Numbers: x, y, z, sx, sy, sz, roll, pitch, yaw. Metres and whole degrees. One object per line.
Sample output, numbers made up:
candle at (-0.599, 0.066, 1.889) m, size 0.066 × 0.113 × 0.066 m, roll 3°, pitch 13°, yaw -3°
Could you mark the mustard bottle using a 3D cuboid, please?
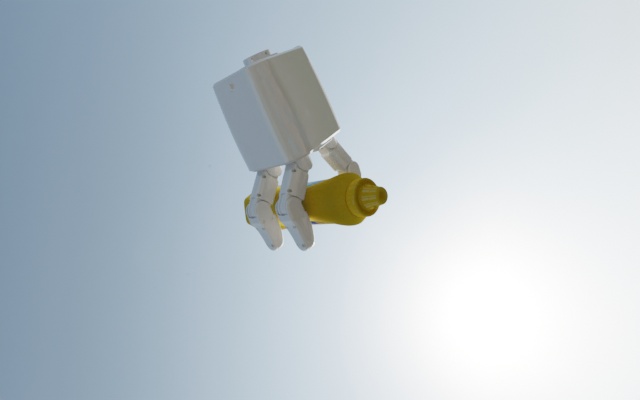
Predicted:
mustard bottle at (0.000, 0.002, 0.552) m, size 0.096 × 0.058 × 0.191 m, roll -4°, pitch -2°, yaw -41°
